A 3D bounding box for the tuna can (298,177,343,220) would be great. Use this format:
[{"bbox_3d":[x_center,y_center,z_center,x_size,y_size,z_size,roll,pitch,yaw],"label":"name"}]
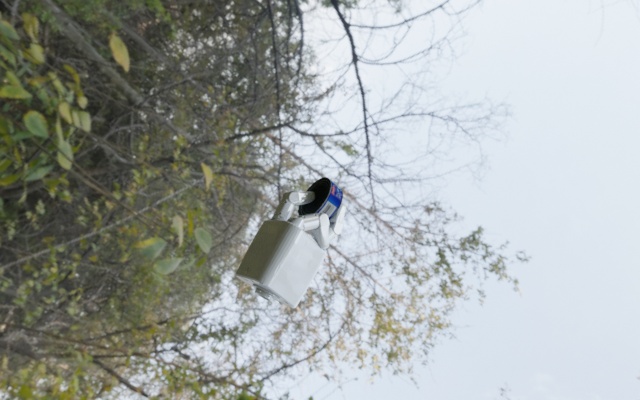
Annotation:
[{"bbox_3d":[0.001,0.003,0.857,0.034,0.086,0.086,36,-18,-27],"label":"tuna can"}]
